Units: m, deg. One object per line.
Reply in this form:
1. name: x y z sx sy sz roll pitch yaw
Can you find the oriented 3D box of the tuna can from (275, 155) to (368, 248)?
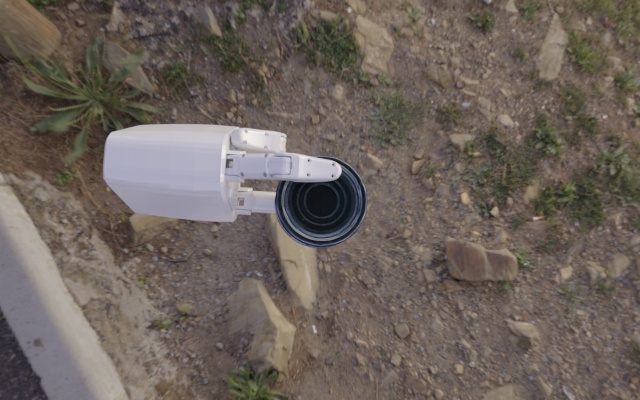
1. tuna can: 0.000 0.001 0.445 0.086 0.086 0.034 0 -6 -5
